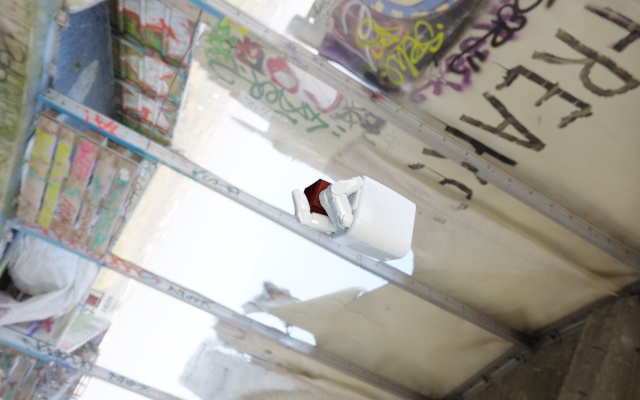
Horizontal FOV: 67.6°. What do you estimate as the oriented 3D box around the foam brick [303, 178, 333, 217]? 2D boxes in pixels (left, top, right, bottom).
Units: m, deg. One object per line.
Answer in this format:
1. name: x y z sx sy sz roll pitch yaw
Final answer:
1. foam brick: 0.000 0.003 0.810 0.051 0.053 0.078 24 -18 -16
